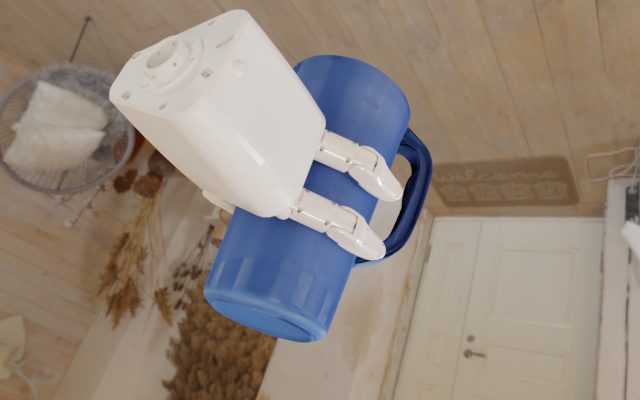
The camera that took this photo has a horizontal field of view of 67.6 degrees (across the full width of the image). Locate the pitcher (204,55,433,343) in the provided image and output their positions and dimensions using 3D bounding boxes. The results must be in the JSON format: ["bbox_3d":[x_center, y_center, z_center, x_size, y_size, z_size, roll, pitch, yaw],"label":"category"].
[{"bbox_3d":[0.000,0.001,0.440,0.149,0.242,0.145,3,-30,32],"label":"pitcher"}]
